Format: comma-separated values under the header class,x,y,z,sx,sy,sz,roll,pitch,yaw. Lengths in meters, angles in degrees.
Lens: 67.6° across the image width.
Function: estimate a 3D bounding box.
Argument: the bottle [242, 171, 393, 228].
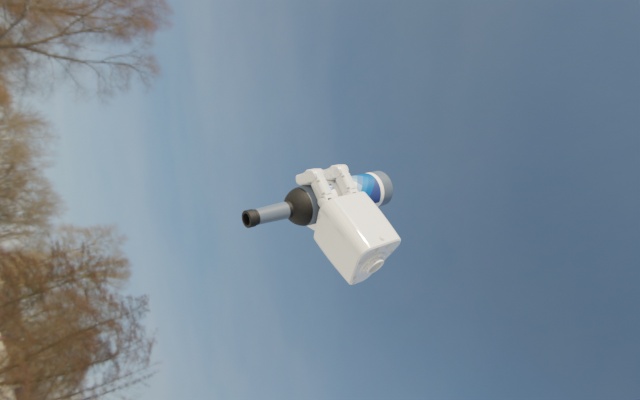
class,x,y,z,sx,sy,sz,roll,pitch,yaw
bottle,0.000,0.003,0.811,0.295,0.069,0.069,-13,8,-38
